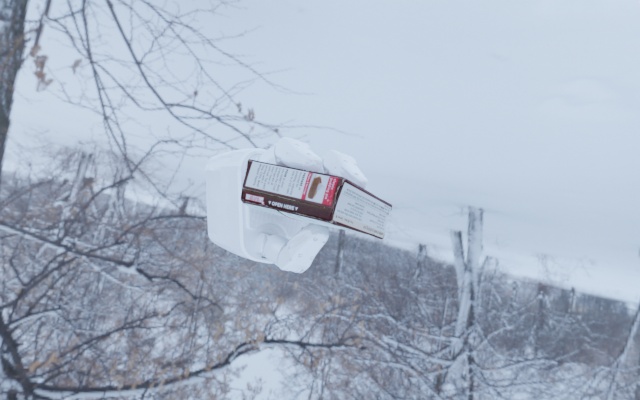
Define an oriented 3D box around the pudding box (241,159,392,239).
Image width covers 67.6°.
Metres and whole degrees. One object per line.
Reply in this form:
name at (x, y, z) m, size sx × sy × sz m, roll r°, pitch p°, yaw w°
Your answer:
pudding box at (0.000, 0.001, 0.409) m, size 0.090 × 0.039 × 0.113 m, roll 12°, pitch -3°, yaw 28°
